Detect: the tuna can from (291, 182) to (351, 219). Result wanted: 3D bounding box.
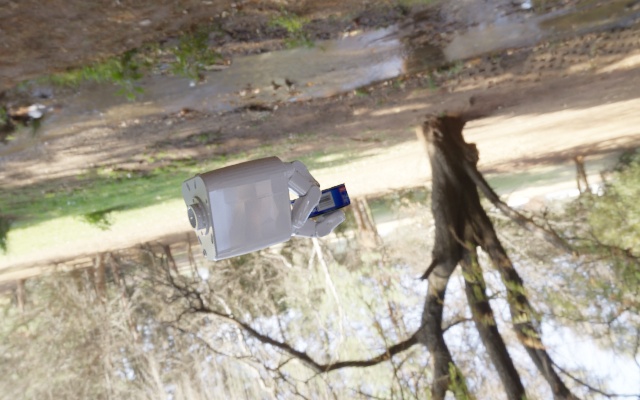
[{"bbox_3d":[0.000,0.003,0.696,0.086,0.034,0.086,-18,1,0],"label":"tuna can"}]
